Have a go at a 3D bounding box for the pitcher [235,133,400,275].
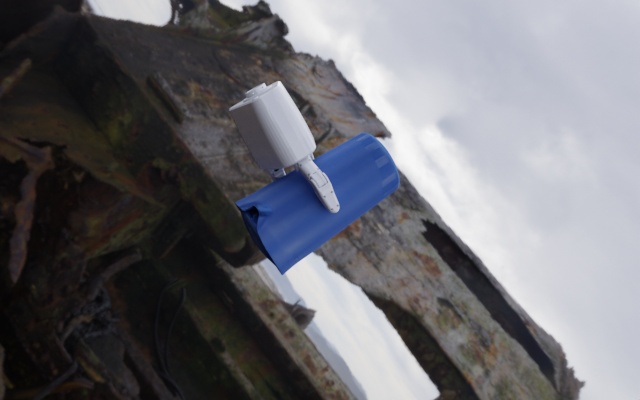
[{"bbox_3d":[0.000,0.002,0.759,0.243,0.145,0.149,-32,18,-10],"label":"pitcher"}]
